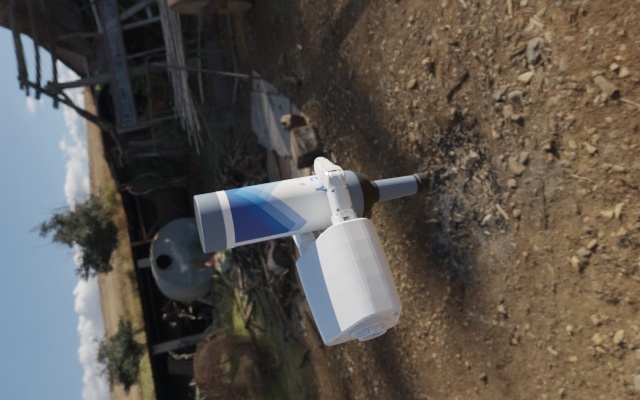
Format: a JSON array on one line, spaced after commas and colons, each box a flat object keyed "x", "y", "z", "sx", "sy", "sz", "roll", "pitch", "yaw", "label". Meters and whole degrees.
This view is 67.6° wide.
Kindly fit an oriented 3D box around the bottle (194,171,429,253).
[{"x": 0.000, "y": 0.002, "z": 0.586, "sx": 0.295, "sy": 0.069, "sz": 0.069, "roll": -11, "pitch": 3, "yaw": -18, "label": "bottle"}]
